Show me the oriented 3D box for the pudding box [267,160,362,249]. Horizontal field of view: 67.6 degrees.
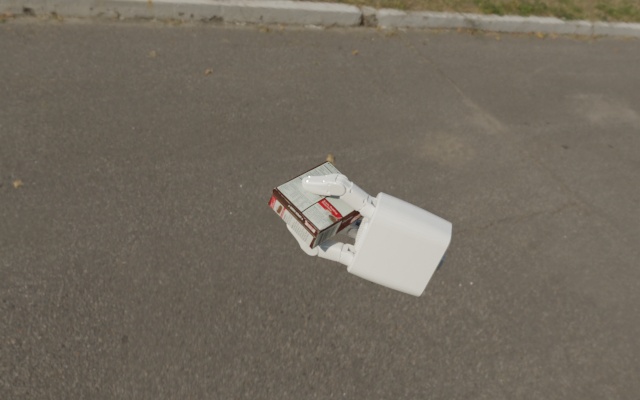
[{"bbox_3d":[0.000,0.002,0.648,0.090,0.039,0.113,44,45,19],"label":"pudding box"}]
